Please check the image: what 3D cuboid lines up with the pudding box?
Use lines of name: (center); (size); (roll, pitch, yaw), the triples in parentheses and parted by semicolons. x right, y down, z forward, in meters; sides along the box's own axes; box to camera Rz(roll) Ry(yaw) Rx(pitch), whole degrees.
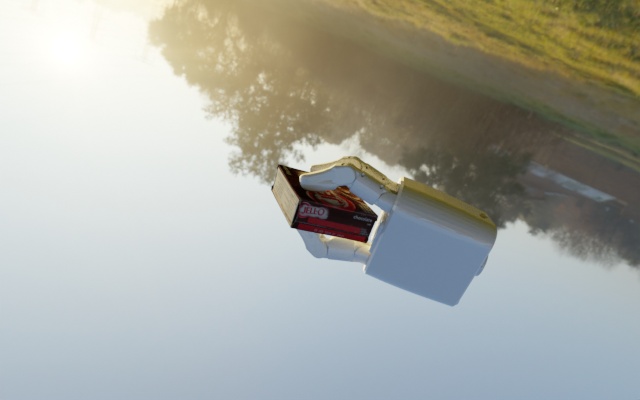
pudding box: (0.000, 0.002, 0.531); (0.090, 0.039, 0.113); (14, 15, -23)
